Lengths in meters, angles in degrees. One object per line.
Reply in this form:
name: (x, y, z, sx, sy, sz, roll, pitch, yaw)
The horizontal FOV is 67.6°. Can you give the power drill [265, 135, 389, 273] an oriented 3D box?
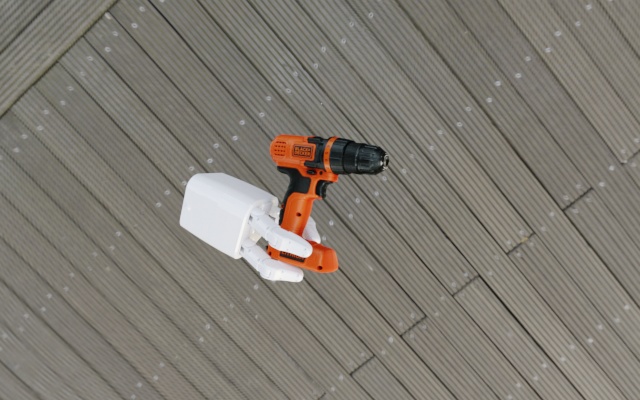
power drill: (0.000, 0.003, 0.676, 0.184, 0.187, 0.057, 11, 2, 32)
